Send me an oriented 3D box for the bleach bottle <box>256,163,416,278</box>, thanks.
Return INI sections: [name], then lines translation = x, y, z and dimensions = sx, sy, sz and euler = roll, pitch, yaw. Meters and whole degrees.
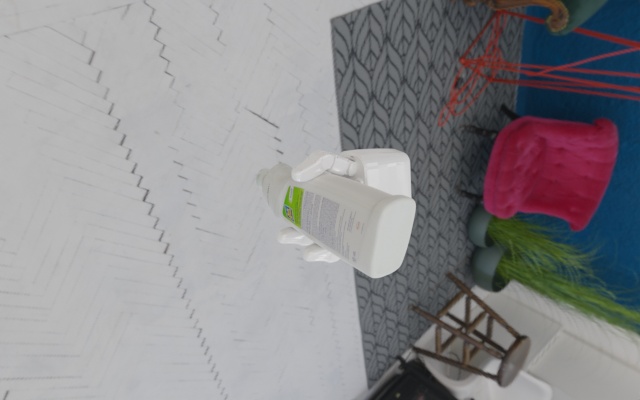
[bleach bottle]
translation = 0.000, 0.002, 0.622
dimensions = 0.068, 0.103, 0.250
euler = -11, 28, -42
